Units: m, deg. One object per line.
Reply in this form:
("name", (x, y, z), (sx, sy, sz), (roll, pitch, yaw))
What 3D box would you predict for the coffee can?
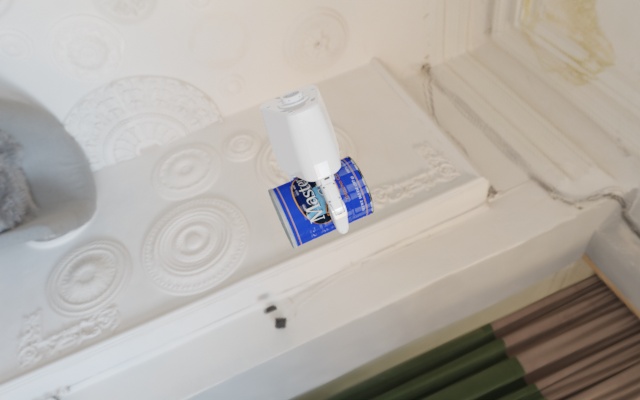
("coffee can", (0.000, 0.003, 0.767), (0.140, 0.103, 0.103), (-24, 3, -7))
